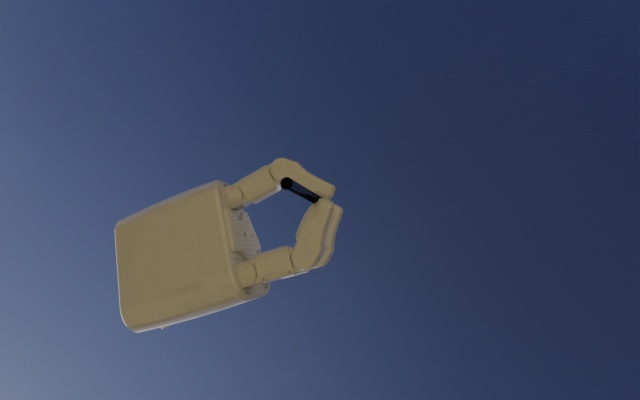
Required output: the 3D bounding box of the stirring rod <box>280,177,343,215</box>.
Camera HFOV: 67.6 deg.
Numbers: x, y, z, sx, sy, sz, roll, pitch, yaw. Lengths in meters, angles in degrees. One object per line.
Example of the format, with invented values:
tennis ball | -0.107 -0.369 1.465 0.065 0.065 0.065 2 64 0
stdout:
stirring rod | 0.000 0.001 0.414 0.011 0.011 0.239 0 -6 10
